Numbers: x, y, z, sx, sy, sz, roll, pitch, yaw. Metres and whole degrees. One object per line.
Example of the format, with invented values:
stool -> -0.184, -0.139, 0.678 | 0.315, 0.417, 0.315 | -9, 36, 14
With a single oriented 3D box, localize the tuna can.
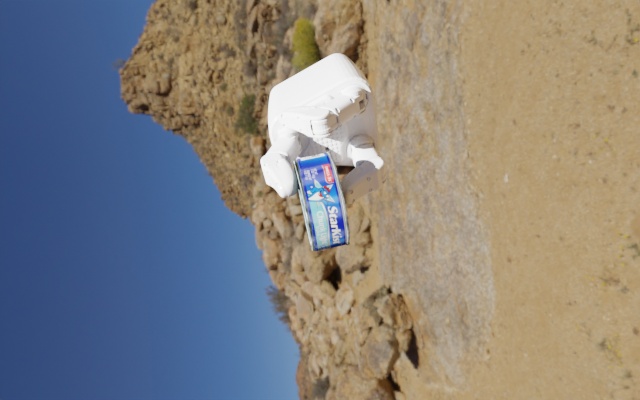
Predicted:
tuna can -> 0.000, 0.002, 0.428 | 0.034, 0.086, 0.086 | -12, 1, -4
